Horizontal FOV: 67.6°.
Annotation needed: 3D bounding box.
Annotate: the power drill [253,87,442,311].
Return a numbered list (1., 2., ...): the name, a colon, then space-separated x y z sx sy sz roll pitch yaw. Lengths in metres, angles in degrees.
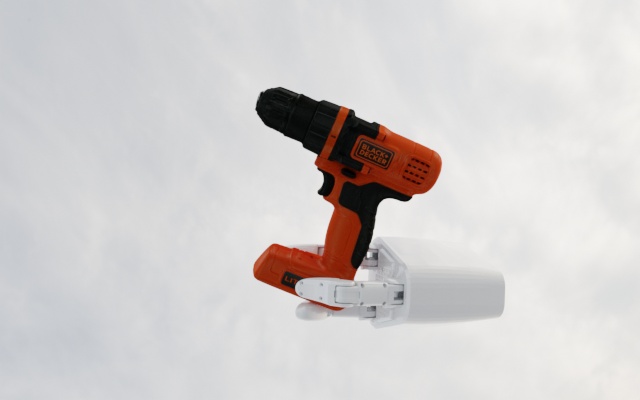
1. power drill: 0.000 0.002 0.467 0.184 0.188 0.057 23 17 -1
